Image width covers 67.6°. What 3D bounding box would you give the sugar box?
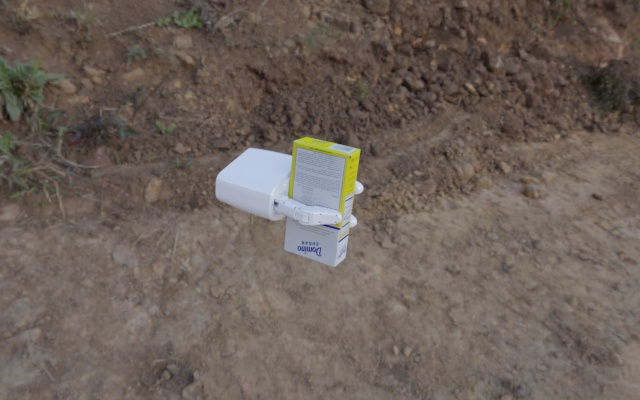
[{"bbox_3d":[0.000,0.002,0.713,0.093,0.176,0.048,17,25,24],"label":"sugar box"}]
